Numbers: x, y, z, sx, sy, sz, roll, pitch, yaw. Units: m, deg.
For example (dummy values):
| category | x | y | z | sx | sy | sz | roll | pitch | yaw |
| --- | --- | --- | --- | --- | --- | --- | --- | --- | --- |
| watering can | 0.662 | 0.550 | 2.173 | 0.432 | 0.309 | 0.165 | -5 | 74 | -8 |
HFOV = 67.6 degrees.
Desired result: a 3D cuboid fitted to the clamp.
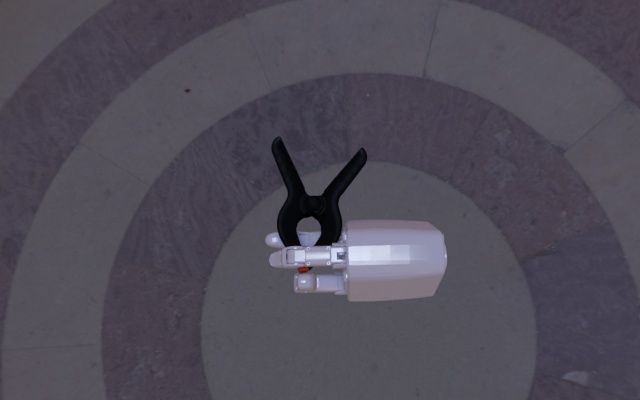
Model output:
| category | x | y | z | sx | sy | sz | roll | pitch | yaw |
| --- | --- | --- | --- | --- | --- | --- | --- | --- | --- |
| clamp | 0.000 | 0.002 | 0.585 | 0.120 | 0.171 | 0.039 | -2 | -12 | 3 |
